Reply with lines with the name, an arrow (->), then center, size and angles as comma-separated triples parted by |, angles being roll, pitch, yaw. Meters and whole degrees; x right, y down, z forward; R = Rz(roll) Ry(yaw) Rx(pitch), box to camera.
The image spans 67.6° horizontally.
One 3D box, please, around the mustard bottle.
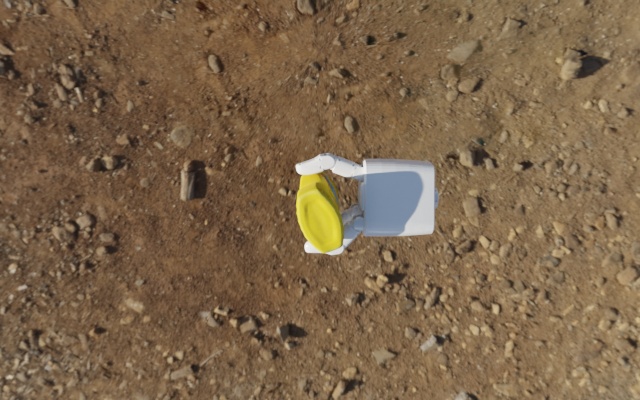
mustard bottle -> 0.000, 0.003, 0.741 | 0.058, 0.096, 0.191 | -23, 16, 7
